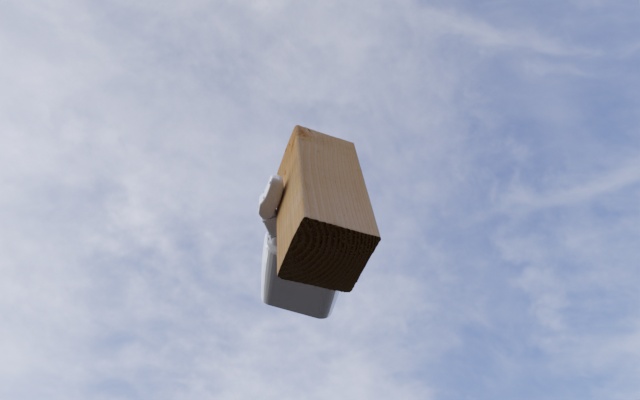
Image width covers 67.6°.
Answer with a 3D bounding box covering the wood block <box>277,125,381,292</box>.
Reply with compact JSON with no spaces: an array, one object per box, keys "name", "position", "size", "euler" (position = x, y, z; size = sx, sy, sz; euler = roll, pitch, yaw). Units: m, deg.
[{"name":"wood block","position":[0.000,0.002,0.591],"size":[0.091,0.090,0.206],"euler":[15,32,-16]}]
